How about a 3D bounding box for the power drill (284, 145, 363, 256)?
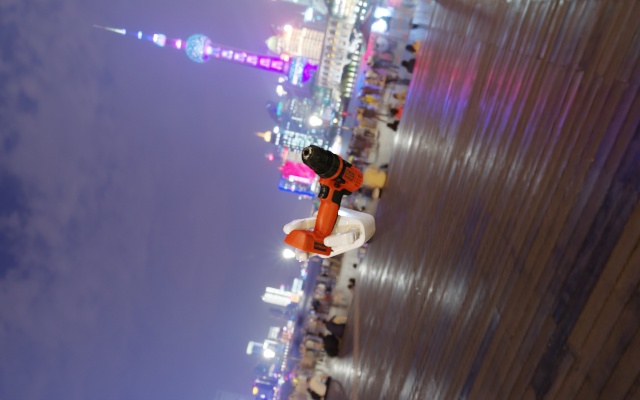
[{"bbox_3d":[0.000,0.003,0.886,0.057,0.187,0.184,21,-2,37],"label":"power drill"}]
